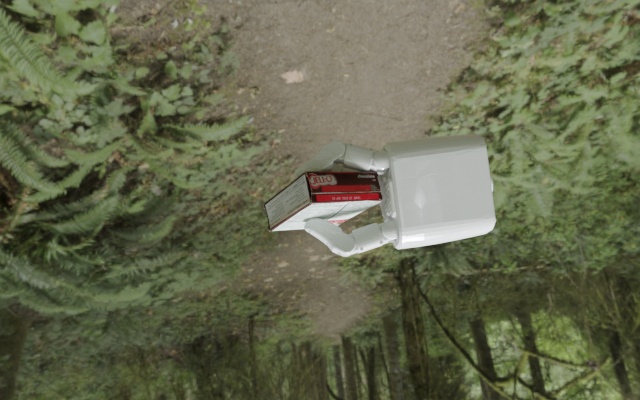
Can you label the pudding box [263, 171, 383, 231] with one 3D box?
[{"bbox_3d":[0.000,0.002,0.530,0.090,0.039,0.113,-1,-19,-30],"label":"pudding box"}]
